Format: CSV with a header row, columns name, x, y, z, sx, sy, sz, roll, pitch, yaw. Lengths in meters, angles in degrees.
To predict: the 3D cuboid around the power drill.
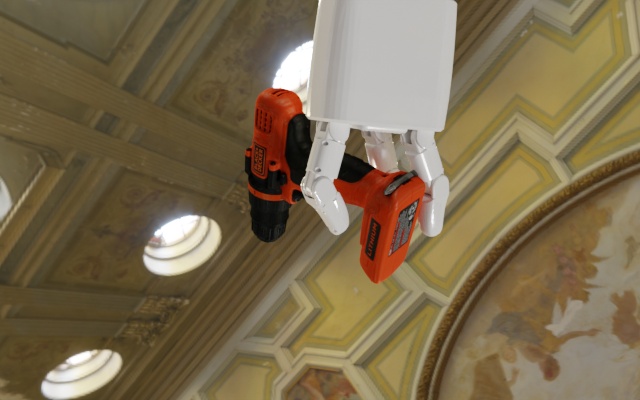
name,x,y,z,sx,sy,sz,roll,pitch,yaw
power drill,0.000,0.002,0.475,0.187,0.185,0.057,30,42,27
